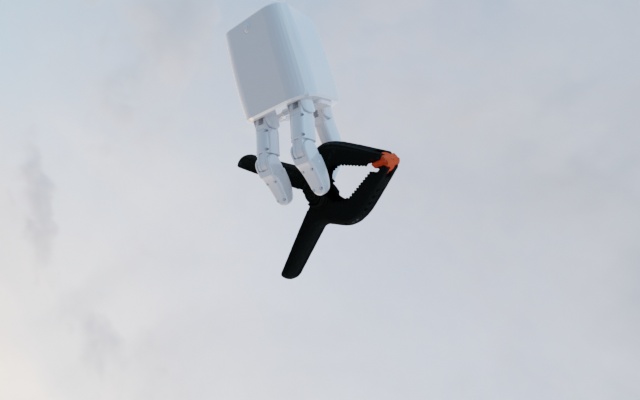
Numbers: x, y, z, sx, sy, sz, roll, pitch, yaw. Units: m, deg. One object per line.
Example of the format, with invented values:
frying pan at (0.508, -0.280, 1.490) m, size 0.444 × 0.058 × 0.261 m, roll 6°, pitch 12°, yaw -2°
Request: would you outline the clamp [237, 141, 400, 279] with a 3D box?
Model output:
clamp at (0.001, 0.001, 0.546) m, size 0.210 × 0.164 × 0.036 m, roll -16°, pitch 3°, yaw 37°
